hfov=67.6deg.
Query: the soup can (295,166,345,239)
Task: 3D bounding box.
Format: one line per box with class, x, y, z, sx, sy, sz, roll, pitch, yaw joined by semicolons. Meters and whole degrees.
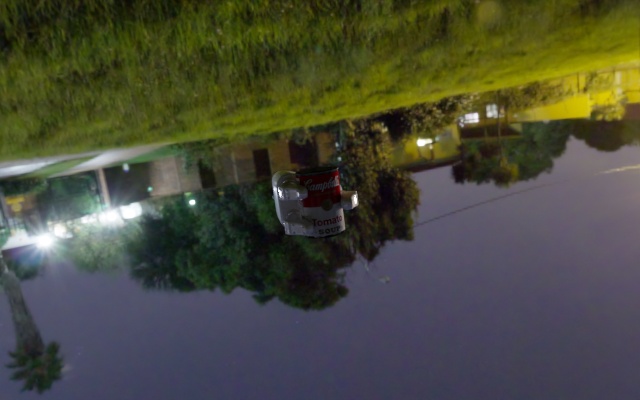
soup can;0.000;0.003;0.748;0.068;0.102;0.068;-7;10;1
